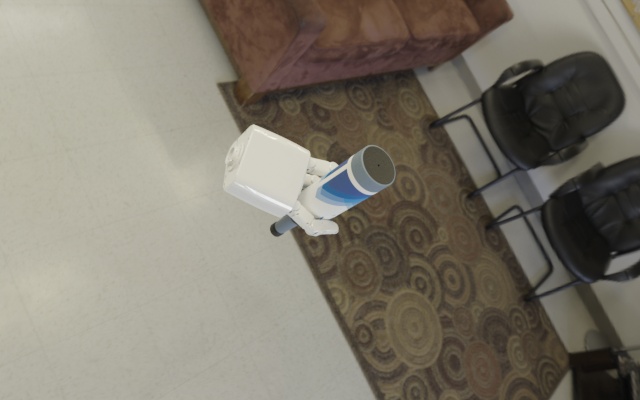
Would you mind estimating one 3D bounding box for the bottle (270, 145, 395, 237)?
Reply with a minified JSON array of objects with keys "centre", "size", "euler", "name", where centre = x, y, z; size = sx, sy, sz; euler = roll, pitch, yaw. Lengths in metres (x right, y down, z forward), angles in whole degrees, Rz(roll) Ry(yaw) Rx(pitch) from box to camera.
[{"centre":[0.000,0.003,0.802],"size":[0.069,0.069,0.296],"euler":[0,-22,-38],"name":"bottle"}]
